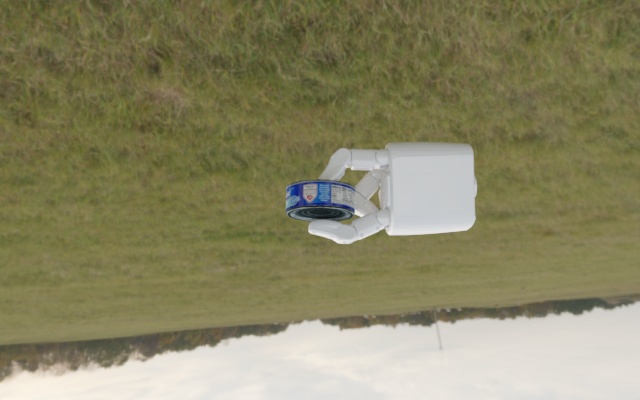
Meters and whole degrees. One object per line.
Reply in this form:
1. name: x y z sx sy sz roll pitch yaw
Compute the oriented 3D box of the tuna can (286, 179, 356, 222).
1. tuna can: 0.000 0.002 0.583 0.086 0.033 0.086 1 -14 0
